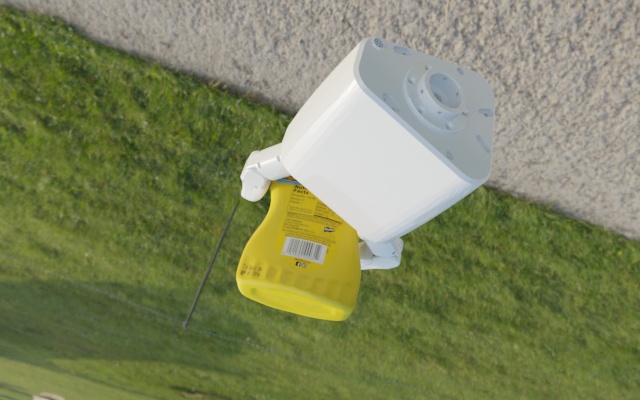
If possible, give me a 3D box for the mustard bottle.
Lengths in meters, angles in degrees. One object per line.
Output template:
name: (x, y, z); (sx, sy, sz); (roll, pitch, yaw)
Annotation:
mustard bottle: (0.000, 0.002, 0.420); (0.096, 0.191, 0.058); (13, -31, 5)
